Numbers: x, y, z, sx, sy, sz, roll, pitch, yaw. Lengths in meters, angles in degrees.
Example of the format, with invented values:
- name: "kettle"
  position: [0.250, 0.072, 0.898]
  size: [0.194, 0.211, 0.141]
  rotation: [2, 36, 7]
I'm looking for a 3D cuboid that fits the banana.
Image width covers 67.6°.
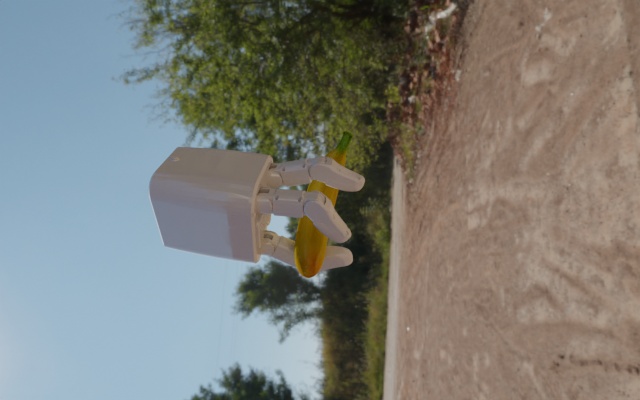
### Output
- name: "banana"
  position: [-0.002, 0.010, 0.536]
  size: [0.037, 0.197, 0.070]
  rotation: [15, -36, -1]
